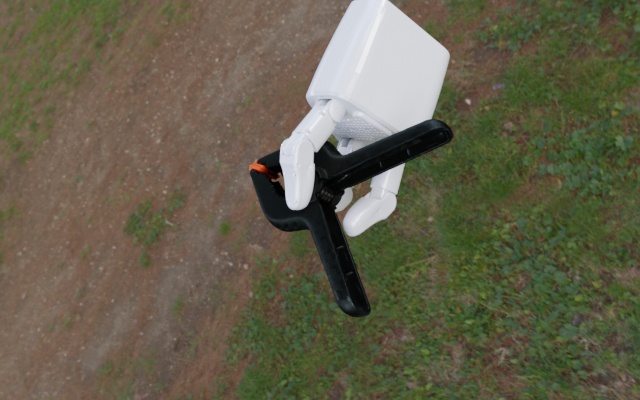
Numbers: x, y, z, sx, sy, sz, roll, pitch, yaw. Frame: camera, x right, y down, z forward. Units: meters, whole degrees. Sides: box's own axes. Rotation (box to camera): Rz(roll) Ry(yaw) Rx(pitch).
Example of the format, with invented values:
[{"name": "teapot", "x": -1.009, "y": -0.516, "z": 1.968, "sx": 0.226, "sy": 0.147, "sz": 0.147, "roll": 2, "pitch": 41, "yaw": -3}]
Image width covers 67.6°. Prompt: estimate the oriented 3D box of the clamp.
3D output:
[{"name": "clamp", "x": -0.001, "y": 0.001, "z": 0.424, "sx": 0.210, "sy": 0.164, "sz": 0.036, "roll": 11, "pitch": -17, "yaw": 45}]
